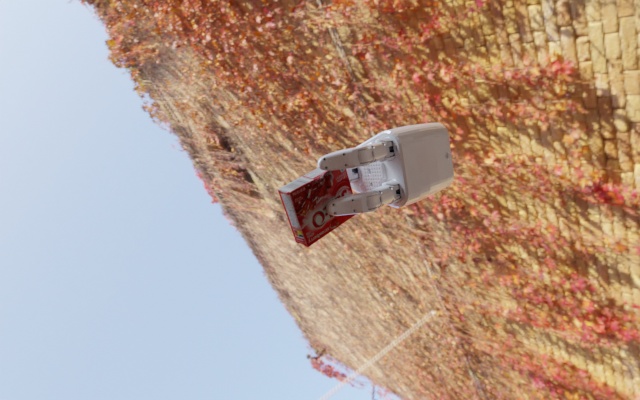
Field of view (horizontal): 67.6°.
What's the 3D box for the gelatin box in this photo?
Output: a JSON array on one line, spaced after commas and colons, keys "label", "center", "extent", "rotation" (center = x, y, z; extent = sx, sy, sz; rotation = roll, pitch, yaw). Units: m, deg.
[{"label": "gelatin box", "center": [0.000, 0.002, 0.577], "extent": [0.089, 0.073, 0.030], "rotation": [-31, 26, -31]}]
